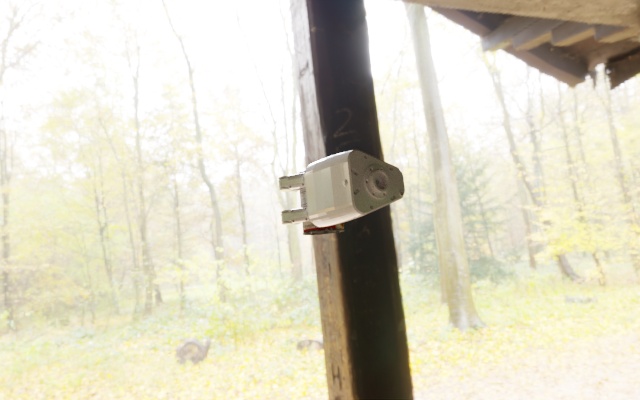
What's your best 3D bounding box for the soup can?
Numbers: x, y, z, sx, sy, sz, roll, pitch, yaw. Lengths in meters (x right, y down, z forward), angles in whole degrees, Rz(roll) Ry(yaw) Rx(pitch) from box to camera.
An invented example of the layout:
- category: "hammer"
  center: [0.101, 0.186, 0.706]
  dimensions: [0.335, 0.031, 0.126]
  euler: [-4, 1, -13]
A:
- category: "soup can"
  center: [0.000, 0.002, 0.778]
  dimensions: [0.068, 0.102, 0.068]
  euler: [-6, -7, -1]
